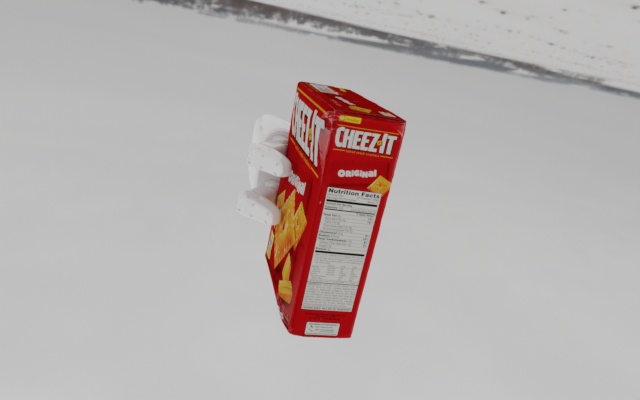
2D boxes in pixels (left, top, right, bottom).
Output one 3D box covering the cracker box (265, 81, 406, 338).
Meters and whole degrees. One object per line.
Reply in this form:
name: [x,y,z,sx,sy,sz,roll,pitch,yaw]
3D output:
cracker box: [0.000,0.002,0.481,0.072,0.214,0.164,6,20,-16]
